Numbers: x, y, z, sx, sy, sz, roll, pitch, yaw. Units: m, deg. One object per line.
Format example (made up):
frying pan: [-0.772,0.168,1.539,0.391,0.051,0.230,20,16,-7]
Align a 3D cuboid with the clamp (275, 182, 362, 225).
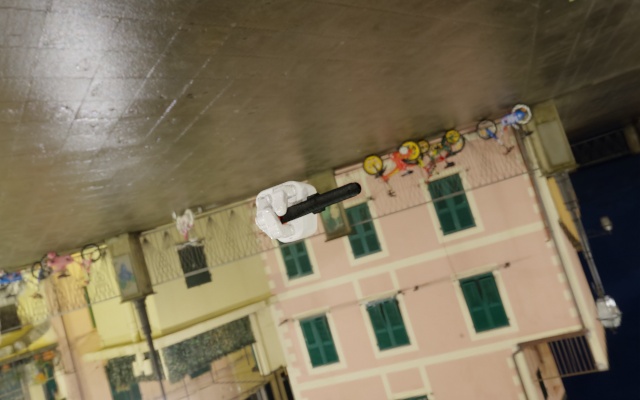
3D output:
clamp: [0.000,0.003,0.872,0.171,0.039,0.120,-19,-5,17]
